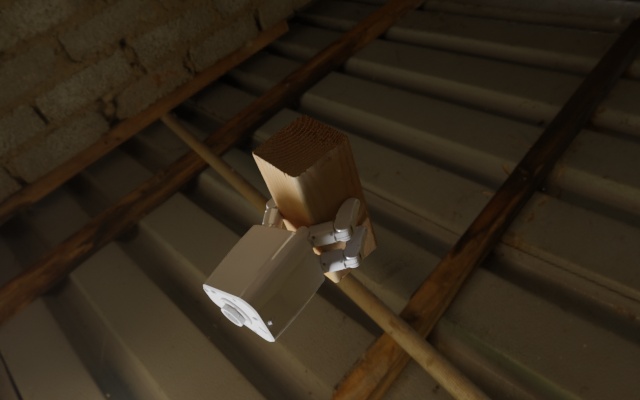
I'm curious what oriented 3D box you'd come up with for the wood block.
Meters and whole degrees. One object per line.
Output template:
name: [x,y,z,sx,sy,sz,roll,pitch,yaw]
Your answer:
wood block: [0.000,0.002,0.644,0.090,0.206,0.090,-40,47,-20]
